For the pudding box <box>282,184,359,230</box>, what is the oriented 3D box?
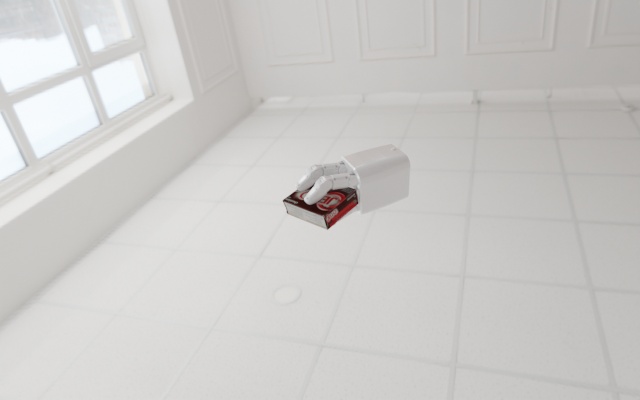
[{"bbox_3d":[0.000,0.003,0.889,0.113,0.039,0.090,17,44,42],"label":"pudding box"}]
